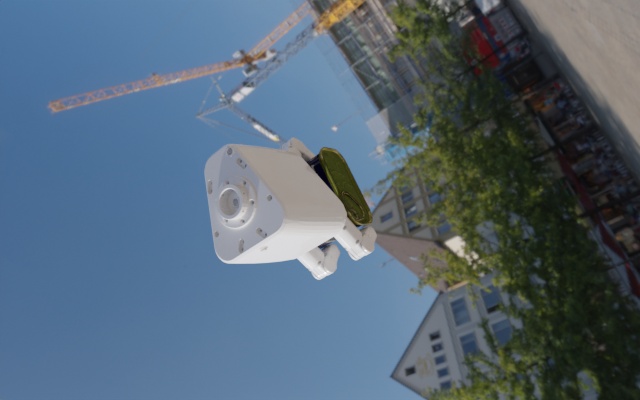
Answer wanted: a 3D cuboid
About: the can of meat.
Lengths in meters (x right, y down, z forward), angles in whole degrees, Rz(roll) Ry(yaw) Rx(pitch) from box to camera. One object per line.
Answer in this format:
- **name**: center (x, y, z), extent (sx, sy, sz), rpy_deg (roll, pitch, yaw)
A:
- **can of meat**: center (0.000, 0.002, 0.571), extent (0.084, 0.102, 0.057), rpy_deg (-32, -15, 26)
